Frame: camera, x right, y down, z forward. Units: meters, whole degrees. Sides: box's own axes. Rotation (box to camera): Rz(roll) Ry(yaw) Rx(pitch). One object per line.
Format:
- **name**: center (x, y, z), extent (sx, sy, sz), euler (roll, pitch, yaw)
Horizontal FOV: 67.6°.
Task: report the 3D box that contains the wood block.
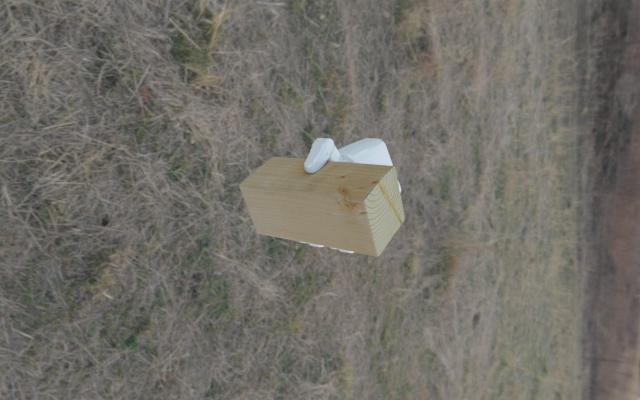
- **wood block**: center (0.000, 0.002, 0.671), extent (0.206, 0.091, 0.090), euler (7, 37, 34)
